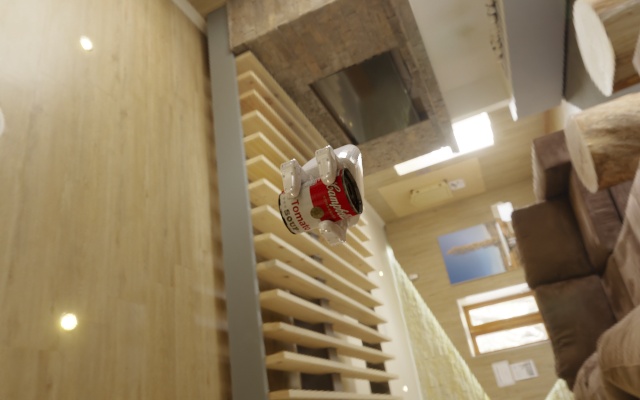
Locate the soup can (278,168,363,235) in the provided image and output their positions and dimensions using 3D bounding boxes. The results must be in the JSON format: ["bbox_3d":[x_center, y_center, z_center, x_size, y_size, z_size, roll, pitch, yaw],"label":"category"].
[{"bbox_3d":[0.000,0.003,0.673,0.102,0.068,0.068,-19,-6,18],"label":"soup can"}]
